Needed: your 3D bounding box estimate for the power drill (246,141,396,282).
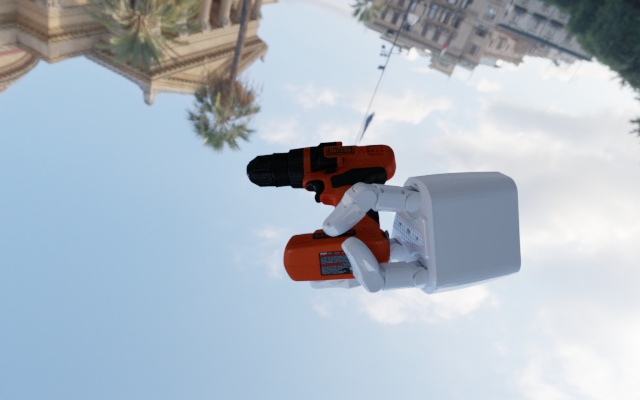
[{"bbox_3d":[0.000,0.002,0.536,0.184,0.057,0.187,-5,42,4],"label":"power drill"}]
